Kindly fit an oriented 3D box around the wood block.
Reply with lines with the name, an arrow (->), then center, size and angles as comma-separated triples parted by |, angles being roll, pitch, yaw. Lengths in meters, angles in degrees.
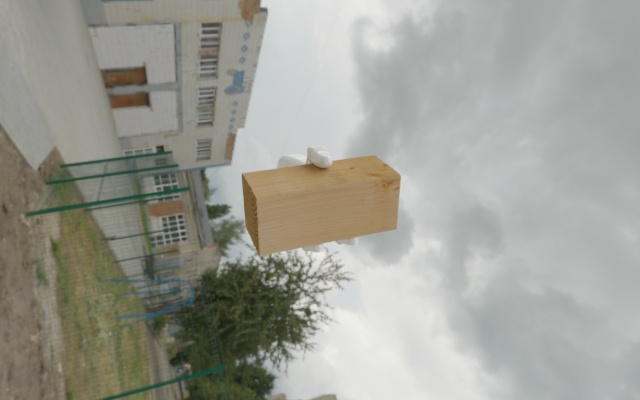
wood block -> 0.000, 0.002, 0.683 | 0.206, 0.091, 0.090 | -10, 28, -18
